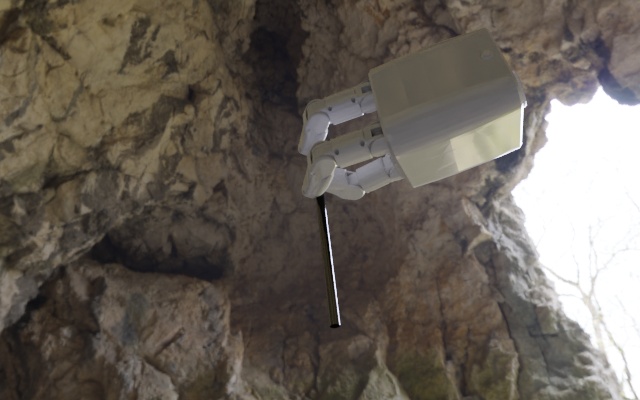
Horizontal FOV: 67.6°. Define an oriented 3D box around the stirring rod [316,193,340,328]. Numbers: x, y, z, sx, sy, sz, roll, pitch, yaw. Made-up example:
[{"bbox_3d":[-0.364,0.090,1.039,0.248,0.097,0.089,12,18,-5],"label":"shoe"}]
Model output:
[{"bbox_3d":[0.000,0.002,0.436,0.011,0.239,0.011,-4,-38,-3],"label":"stirring rod"}]
